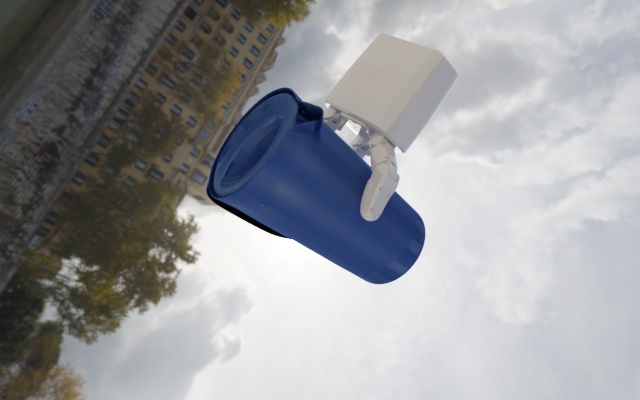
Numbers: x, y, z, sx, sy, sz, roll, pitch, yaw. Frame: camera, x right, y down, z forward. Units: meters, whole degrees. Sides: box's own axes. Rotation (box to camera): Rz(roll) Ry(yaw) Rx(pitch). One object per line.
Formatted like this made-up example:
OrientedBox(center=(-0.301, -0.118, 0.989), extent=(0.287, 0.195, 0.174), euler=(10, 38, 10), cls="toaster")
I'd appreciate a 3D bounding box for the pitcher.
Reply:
OrientedBox(center=(0.000, 0.002, 0.542), extent=(0.243, 0.145, 0.149), euler=(37, -2, -31), cls="pitcher")
